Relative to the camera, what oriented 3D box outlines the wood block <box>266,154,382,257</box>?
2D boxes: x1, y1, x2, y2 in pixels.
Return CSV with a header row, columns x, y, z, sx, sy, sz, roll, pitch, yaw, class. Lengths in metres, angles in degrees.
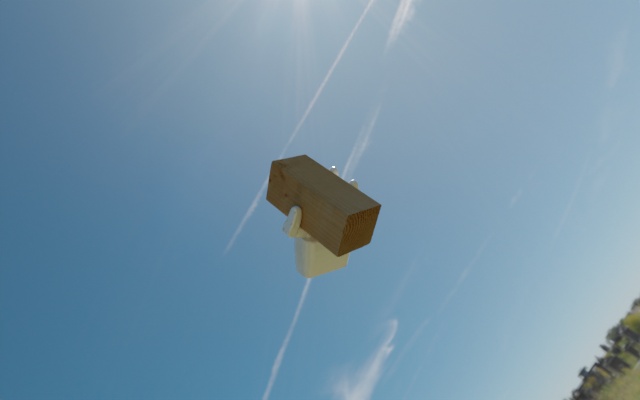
x,y,z,sx,sy,sz,roll,pitch,yaw,class
0.000,0.003,0.889,0.091,0.090,0.206,-17,41,-41,wood block
